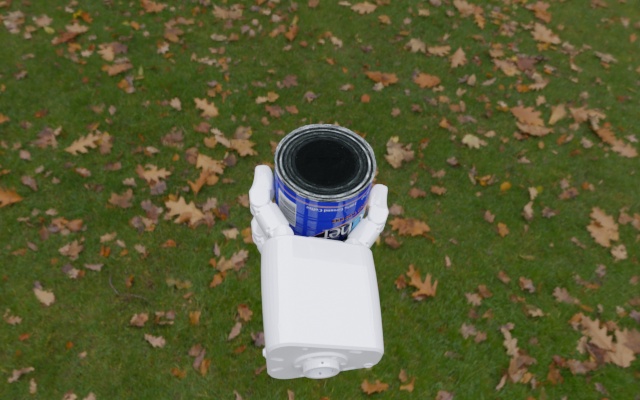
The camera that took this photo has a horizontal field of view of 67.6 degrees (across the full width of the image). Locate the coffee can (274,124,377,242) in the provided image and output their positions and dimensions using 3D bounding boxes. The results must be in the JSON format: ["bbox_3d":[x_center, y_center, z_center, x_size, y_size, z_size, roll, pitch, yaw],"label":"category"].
[{"bbox_3d":[0.000,0.002,0.528,0.103,0.102,0.140,0,-37,-5],"label":"coffee can"}]
